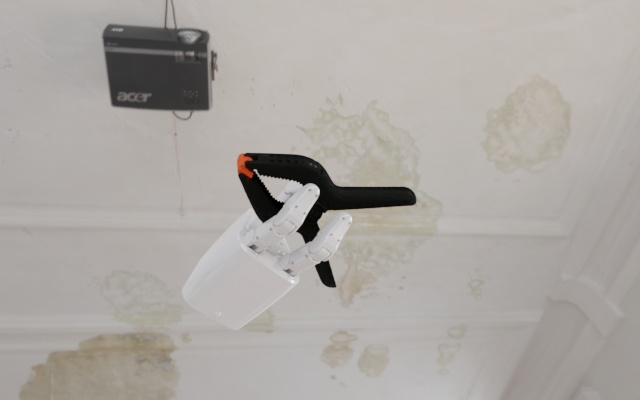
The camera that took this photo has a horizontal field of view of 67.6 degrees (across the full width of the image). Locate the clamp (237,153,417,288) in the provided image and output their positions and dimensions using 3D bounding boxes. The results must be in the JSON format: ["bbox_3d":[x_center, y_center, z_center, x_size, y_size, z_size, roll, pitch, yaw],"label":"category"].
[{"bbox_3d":[-0.001,0.001,0.552,0.210,0.164,0.036,39,15,-29],"label":"clamp"}]
